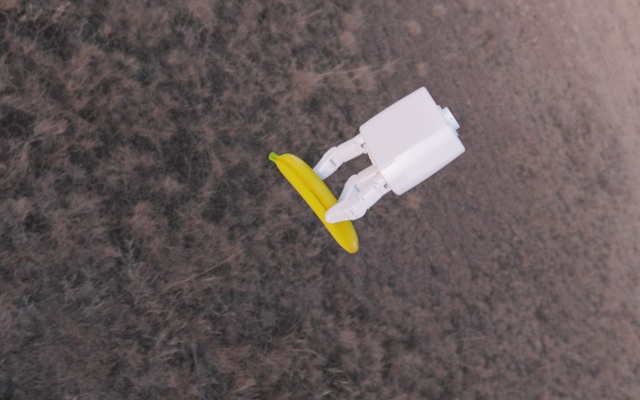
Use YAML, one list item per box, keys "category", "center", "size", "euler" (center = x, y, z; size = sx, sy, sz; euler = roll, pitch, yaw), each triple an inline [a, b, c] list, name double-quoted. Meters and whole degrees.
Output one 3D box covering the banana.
- category: "banana"
  center: [0.001, 0.001, 0.695]
  size: [0.037, 0.198, 0.069]
  euler: [-39, 8, -4]
